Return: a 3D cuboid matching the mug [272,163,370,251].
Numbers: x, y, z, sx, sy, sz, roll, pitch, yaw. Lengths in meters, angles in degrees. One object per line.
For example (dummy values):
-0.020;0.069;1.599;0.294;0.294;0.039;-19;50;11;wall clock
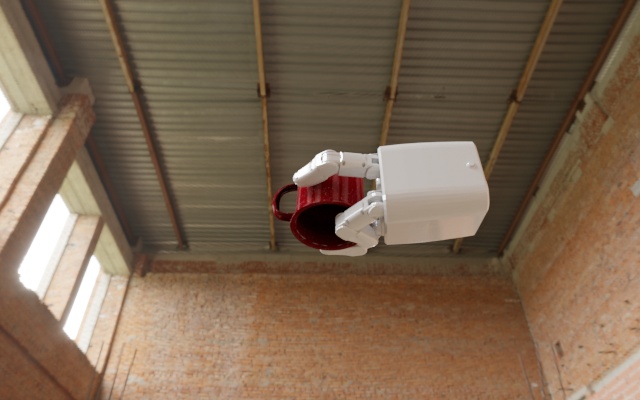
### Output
-0.001;0.002;0.583;0.117;0.081;0.093;-2;-42;5;mug
